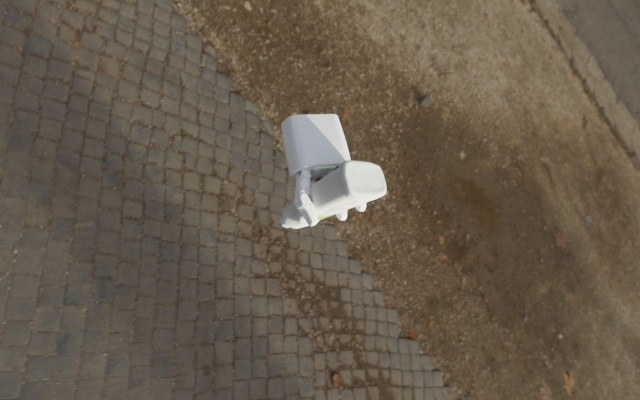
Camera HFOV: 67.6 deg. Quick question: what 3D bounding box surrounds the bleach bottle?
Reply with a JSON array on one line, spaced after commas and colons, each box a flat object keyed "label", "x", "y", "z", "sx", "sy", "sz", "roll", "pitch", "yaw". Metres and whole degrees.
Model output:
[{"label": "bleach bottle", "x": 0.000, "y": 0.003, "z": 0.889, "sx": 0.102, "sy": 0.068, "sz": 0.251, "roll": 0, "pitch": -19, "yaw": -42}]
